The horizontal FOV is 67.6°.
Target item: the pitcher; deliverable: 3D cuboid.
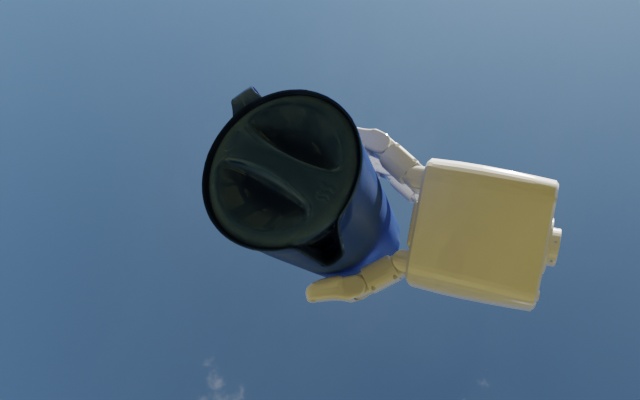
[{"bbox_3d":[0.000,0.002,0.468,0.145,0.149,0.243,9,-15,22],"label":"pitcher"}]
